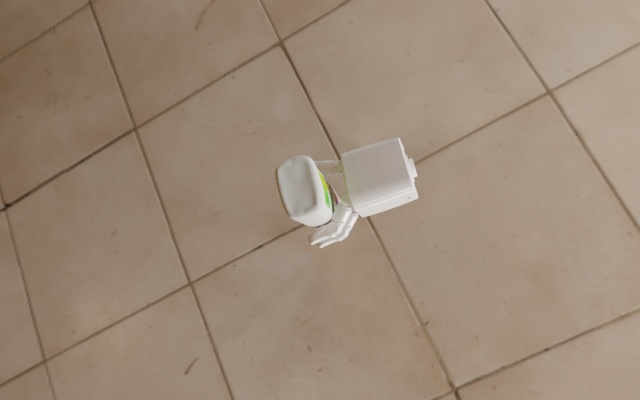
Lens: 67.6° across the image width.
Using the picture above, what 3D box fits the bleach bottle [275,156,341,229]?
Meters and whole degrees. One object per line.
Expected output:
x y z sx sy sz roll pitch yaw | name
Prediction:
0.000 0.003 0.851 0.068 0.102 0.251 -18 -15 12 | bleach bottle
